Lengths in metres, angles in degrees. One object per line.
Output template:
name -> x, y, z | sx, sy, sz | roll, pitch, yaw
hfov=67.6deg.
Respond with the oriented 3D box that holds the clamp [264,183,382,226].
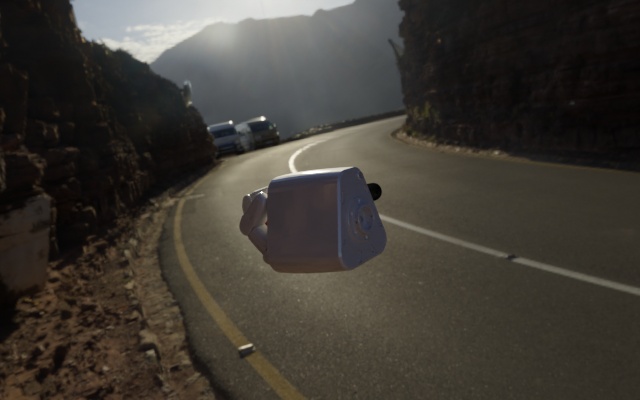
clamp -> 0.000, 0.002, 0.652 | 0.120, 0.039, 0.171 | -10, 9, 40
